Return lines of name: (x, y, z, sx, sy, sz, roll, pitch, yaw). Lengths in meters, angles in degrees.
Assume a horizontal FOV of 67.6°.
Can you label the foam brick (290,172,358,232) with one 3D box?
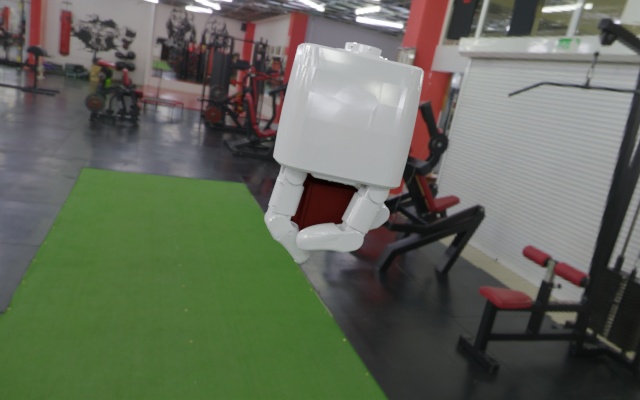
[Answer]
foam brick: (0.000, 0.002, 0.477, 0.053, 0.051, 0.078, 9, 13, -20)
